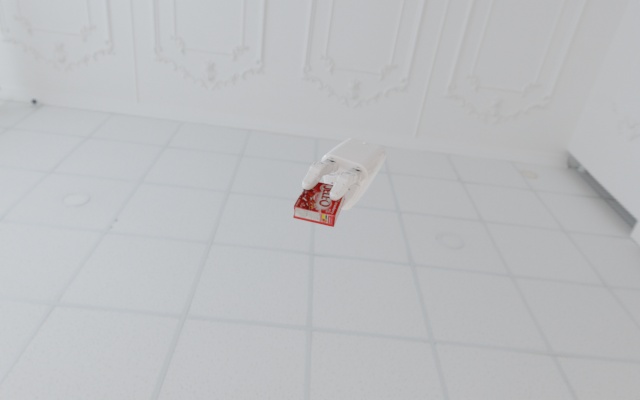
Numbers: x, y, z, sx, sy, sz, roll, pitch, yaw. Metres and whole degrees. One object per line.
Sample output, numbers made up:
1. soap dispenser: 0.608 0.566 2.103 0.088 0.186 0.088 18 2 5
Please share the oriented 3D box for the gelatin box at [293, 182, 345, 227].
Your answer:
1. gelatin box: 0.000 0.003 0.833 0.073 0.030 0.089 13 37 10
